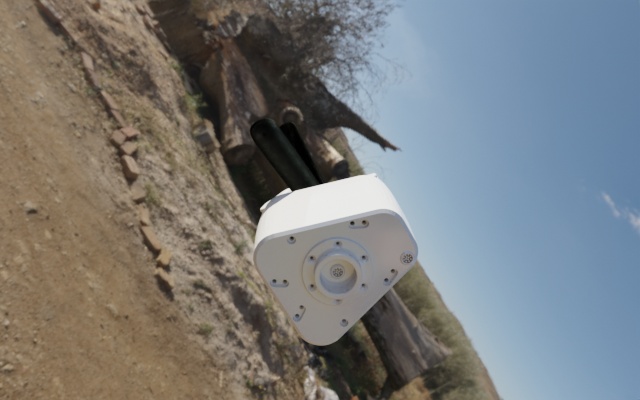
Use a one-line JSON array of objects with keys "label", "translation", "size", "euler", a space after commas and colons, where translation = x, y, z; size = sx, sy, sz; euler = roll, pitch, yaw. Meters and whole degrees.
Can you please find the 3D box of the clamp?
[{"label": "clamp", "translation": [0.001, 0.002, 0.502], "size": [0.036, 0.210, 0.164], "euler": [-30, 12, 8]}]
